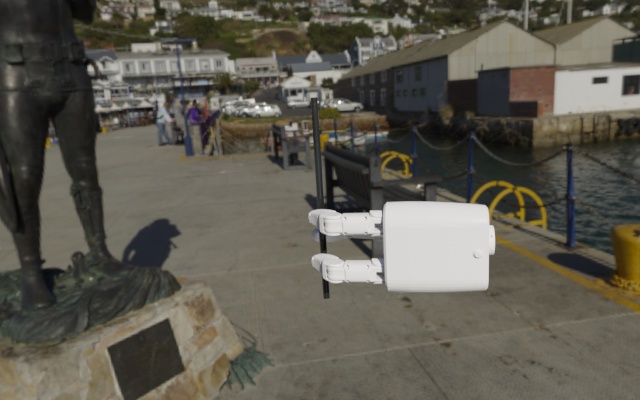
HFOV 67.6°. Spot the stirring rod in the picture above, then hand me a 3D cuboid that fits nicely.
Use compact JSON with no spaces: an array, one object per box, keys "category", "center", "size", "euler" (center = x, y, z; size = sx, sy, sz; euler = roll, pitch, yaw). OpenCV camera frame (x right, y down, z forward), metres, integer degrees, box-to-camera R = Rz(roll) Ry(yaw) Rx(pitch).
[{"category":"stirring rod","center":[0.000,0.002,0.561],"size":[0.011,0.239,0.011],"euler":[-3,12,1]}]
